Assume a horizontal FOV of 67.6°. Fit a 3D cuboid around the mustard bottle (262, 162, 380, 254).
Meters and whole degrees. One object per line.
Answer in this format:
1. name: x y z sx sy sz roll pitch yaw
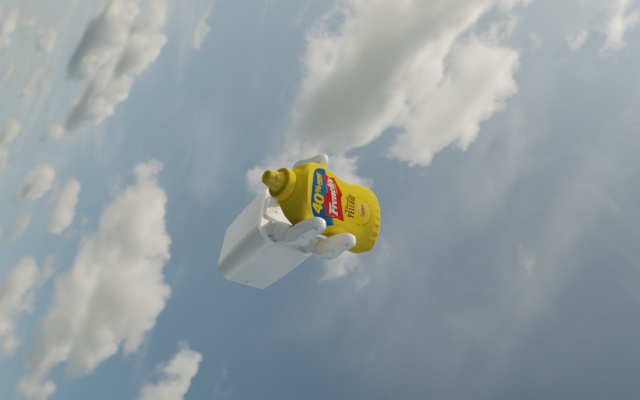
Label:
1. mustard bottle: 0.001 0.002 0.645 0.192 0.096 0.058 25 -30 -38
